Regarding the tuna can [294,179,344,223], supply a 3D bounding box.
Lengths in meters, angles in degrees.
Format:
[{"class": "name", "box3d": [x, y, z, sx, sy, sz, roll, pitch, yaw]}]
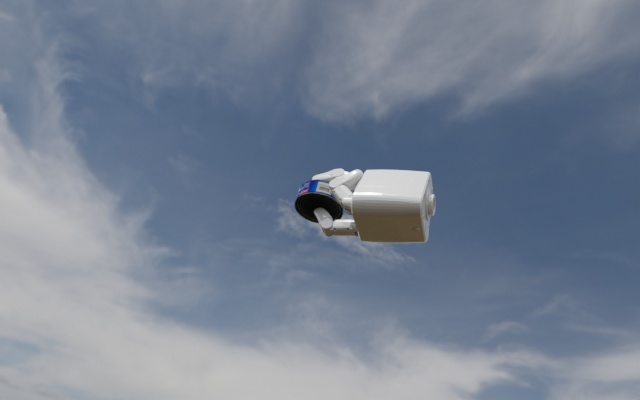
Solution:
[{"class": "tuna can", "box3d": [0.000, 0.002, 0.832, 0.086, 0.033, 0.086, 9, -37, 7]}]
